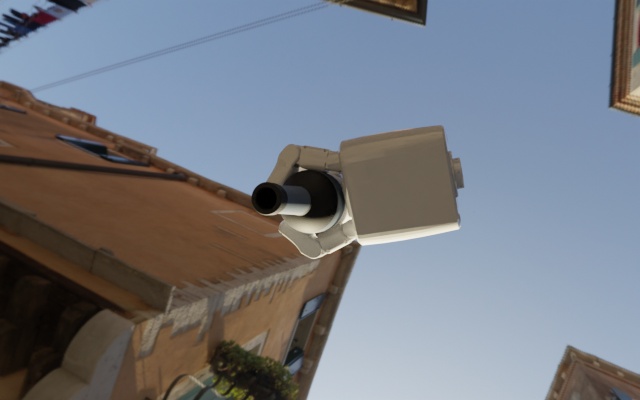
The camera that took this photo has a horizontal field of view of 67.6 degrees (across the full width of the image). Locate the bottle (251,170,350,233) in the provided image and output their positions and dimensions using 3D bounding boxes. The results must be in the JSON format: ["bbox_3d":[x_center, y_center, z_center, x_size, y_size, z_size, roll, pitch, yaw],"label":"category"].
[{"bbox_3d":[0.000,0.002,0.533,0.069,0.069,0.296,0,-1,18],"label":"bottle"}]
